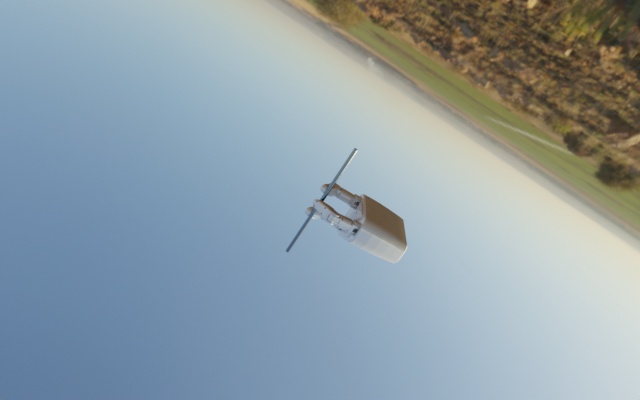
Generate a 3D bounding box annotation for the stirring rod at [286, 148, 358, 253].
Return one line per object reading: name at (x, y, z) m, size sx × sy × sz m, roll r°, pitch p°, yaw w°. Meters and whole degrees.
stirring rod at (0.000, 0.003, 0.898) m, size 0.011 × 0.239 × 0.011 m, roll 31°, pitch 16°, yaw -10°
